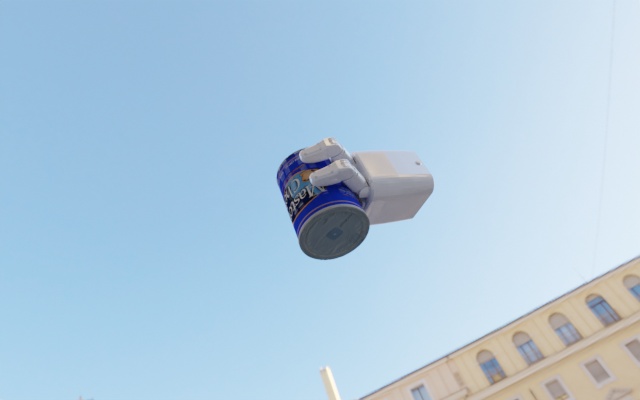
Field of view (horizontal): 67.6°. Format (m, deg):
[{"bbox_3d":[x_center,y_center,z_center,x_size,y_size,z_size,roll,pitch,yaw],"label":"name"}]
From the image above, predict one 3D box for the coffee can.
[{"bbox_3d":[0.000,0.002,0.704,0.103,0.103,0.140,0,40,-22],"label":"coffee can"}]
